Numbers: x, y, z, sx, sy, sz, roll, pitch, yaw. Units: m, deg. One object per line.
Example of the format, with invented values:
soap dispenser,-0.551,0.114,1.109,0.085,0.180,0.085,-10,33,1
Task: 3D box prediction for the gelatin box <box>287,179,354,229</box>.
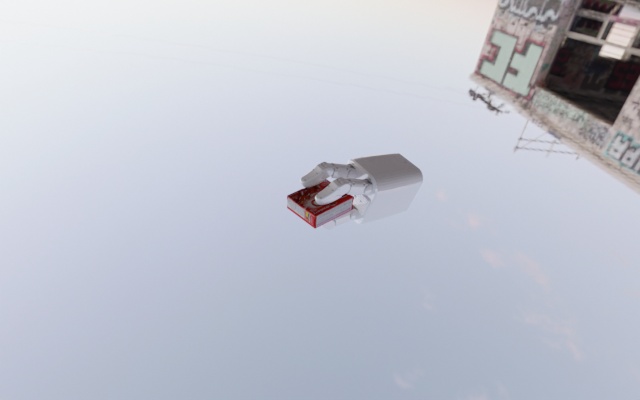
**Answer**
gelatin box,0.000,0.003,0.797,0.089,0.030,0.073,-26,45,-33
